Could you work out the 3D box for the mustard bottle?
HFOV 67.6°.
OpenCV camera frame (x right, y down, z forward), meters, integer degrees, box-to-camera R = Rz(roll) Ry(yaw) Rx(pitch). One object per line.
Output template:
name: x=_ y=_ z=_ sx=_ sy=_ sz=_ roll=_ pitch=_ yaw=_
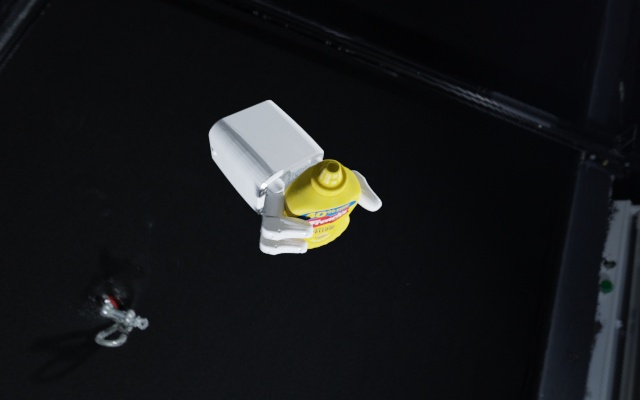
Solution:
mustard bottle: x=0.000 y=0.002 z=0.594 sx=0.096 sy=0.058 sz=0.192 roll=-13 pitch=-22 yaw=-14
